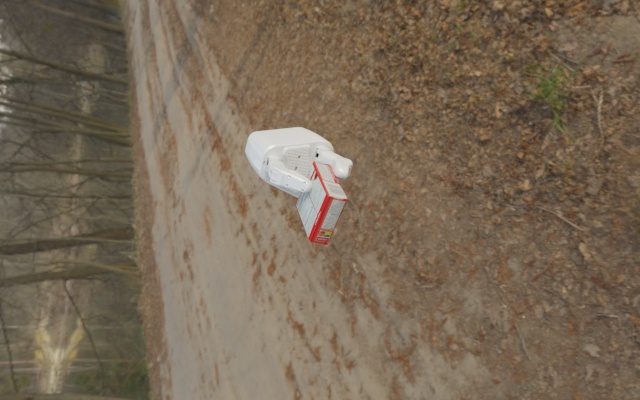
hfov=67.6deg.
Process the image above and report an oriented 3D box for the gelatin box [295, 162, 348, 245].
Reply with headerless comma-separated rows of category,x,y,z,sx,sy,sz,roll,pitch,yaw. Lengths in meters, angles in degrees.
gelatin box,0.000,0.002,0.628,0.030,0.073,0.089,10,30,-22
